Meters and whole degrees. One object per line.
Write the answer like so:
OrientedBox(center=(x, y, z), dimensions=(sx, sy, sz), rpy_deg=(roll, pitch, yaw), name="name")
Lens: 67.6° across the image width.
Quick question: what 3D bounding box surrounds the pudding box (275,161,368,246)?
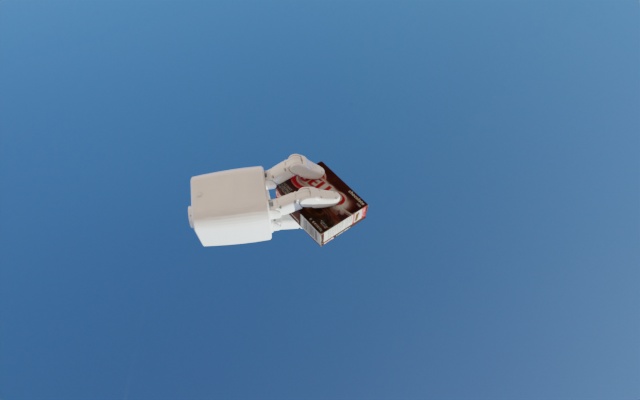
OrientedBox(center=(0.000, 0.002, 0.708), dimensions=(0.090, 0.113, 0.039), rpy_deg=(-31, -29, -24), name="pudding box")
